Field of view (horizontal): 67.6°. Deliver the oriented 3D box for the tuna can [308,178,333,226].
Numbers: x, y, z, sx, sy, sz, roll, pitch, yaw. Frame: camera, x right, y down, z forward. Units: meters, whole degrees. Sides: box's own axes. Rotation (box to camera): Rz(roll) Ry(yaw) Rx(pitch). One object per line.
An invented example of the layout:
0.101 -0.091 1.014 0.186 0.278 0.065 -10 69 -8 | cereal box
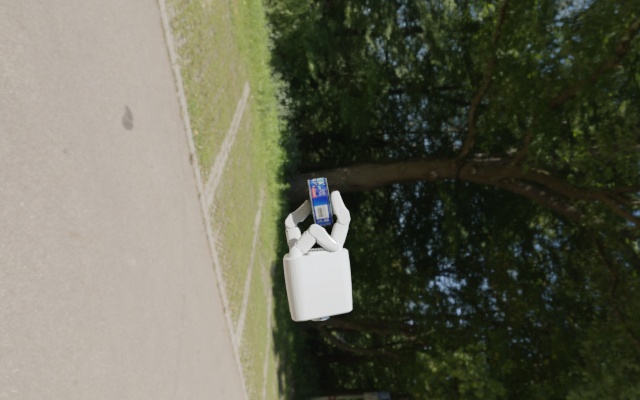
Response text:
0.001 0.003 0.850 0.034 0.086 0.086 -9 0 0 | tuna can
